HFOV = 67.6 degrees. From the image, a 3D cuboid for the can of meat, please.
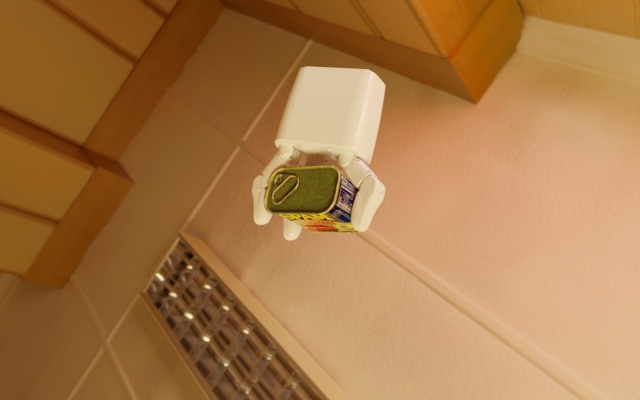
[{"bbox_3d":[0.000,0.002,0.558,0.102,0.057,0.084,-1,-20,37],"label":"can of meat"}]
